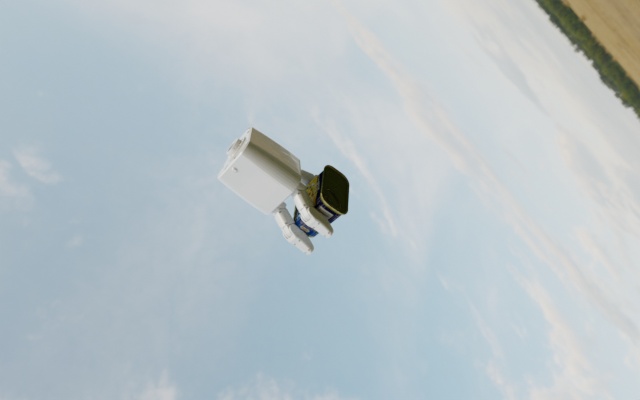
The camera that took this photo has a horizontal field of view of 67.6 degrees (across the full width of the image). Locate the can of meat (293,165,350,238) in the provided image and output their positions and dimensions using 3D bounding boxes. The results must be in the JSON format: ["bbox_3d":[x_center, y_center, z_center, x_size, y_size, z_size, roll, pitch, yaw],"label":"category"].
[{"bbox_3d":[0.000,0.003,0.818,0.057,0.102,0.084,34,-54,-23],"label":"can of meat"}]
